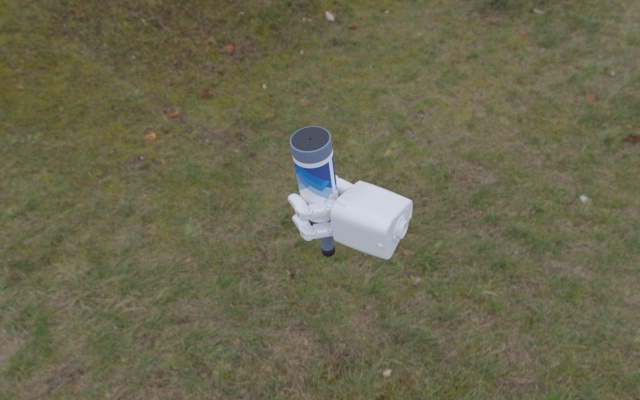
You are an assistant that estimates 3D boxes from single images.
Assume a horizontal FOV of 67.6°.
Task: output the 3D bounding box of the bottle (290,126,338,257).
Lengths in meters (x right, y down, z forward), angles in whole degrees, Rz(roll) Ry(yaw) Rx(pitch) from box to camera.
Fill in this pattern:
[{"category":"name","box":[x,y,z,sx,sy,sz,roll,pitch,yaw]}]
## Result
[{"category":"bottle","box":[0.000,0.003,0.868,0.069,0.069,0.296,0,-44,9]}]
